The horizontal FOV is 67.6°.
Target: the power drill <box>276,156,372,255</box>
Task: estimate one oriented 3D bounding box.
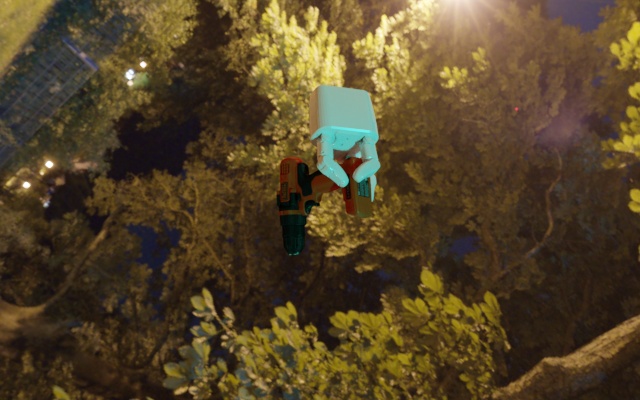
[{"bbox_3d":[0.001,0.002,0.857,0.187,0.184,0.057,-8,-7,36],"label":"power drill"}]
